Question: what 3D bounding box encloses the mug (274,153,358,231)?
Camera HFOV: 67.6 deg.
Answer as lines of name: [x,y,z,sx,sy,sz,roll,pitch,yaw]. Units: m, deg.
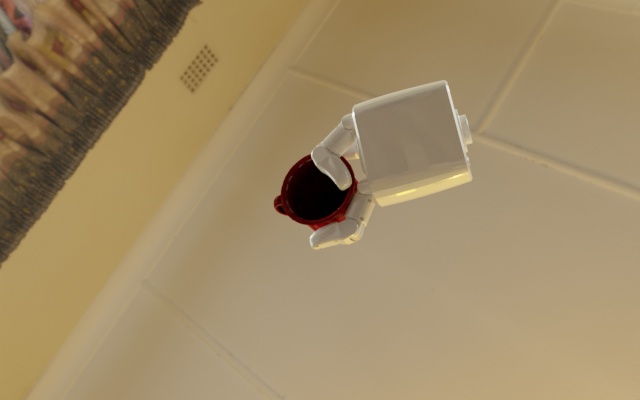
mug: [-0.001,0.002,0.586,0.117,0.093,0.081,-12,-27,20]
